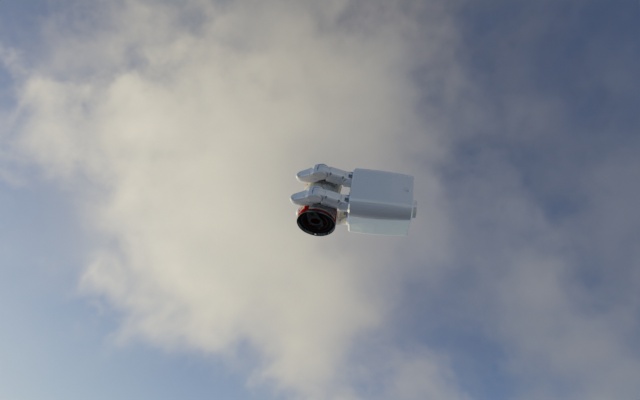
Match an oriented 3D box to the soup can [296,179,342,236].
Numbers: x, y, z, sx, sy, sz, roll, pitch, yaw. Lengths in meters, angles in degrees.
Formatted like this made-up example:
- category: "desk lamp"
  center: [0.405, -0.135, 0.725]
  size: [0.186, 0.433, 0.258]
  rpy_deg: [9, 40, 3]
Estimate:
- category: "soup can"
  center: [0.000, 0.003, 0.848]
  size: [0.068, 0.102, 0.069]
  rpy_deg: [7, -40, 6]
